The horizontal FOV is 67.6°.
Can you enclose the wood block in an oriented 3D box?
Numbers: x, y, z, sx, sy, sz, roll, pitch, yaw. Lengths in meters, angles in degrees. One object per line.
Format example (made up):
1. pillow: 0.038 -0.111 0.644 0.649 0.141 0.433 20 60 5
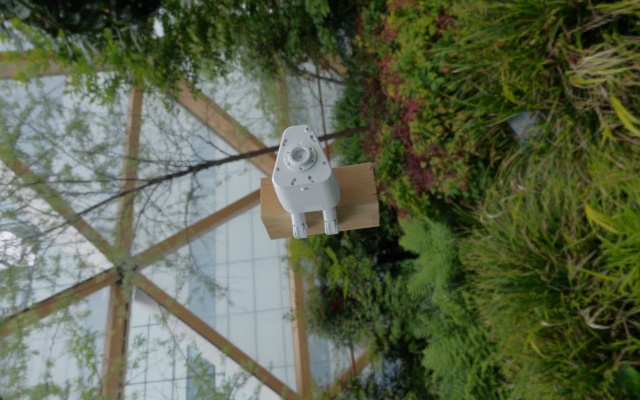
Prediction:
1. wood block: 0.000 0.002 0.881 0.206 0.090 0.090 -7 -32 4
